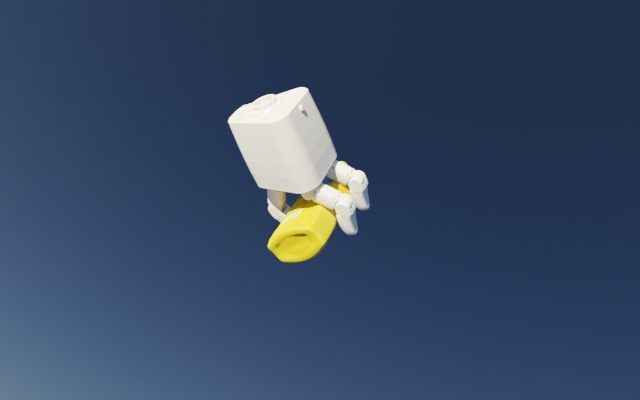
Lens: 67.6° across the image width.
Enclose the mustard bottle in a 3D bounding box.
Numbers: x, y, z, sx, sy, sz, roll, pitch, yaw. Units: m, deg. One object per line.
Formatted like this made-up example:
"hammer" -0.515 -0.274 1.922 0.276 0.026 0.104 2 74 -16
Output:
"mustard bottle" 0.000 0.003 0.693 0.096 0.058 0.191 -30 21 41
